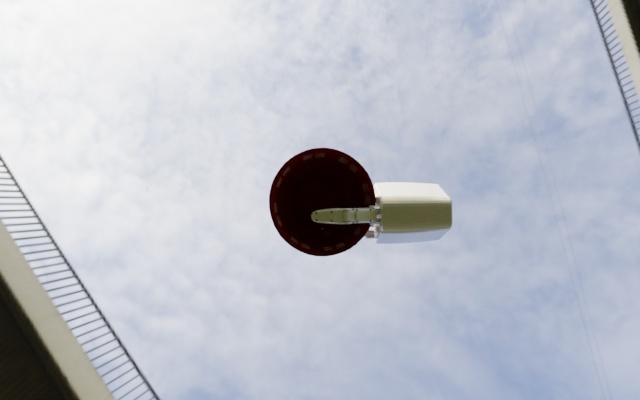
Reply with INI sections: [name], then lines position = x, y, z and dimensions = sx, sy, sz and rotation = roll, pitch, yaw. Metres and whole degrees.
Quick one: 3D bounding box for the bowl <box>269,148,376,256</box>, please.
[bowl]
position = -0.001, 0.002, 0.732
dimensions = 0.162, 0.162, 0.055
rotation = 0, 0, -10
